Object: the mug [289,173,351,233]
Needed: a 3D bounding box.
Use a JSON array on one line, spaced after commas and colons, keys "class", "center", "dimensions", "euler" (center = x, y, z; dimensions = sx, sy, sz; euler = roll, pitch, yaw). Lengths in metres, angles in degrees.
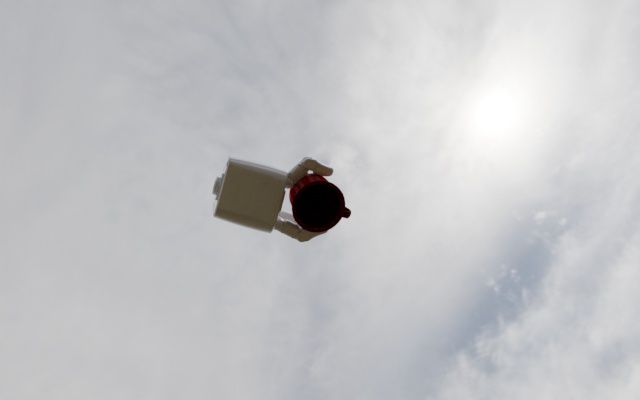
[{"class": "mug", "center": [0.001, 0.003, 0.847], "dimensions": [0.117, 0.093, 0.081], "euler": [17, 13, -17]}]
